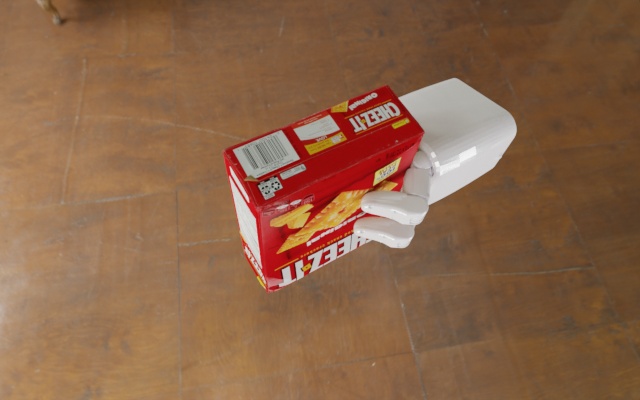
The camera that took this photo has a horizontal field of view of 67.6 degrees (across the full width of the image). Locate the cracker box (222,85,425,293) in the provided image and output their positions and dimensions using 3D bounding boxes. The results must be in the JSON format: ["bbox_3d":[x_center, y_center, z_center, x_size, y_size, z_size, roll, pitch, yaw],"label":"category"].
[{"bbox_3d":[0.000,0.001,0.488,0.164,0.072,0.214,-25,-25,-16],"label":"cracker box"}]
